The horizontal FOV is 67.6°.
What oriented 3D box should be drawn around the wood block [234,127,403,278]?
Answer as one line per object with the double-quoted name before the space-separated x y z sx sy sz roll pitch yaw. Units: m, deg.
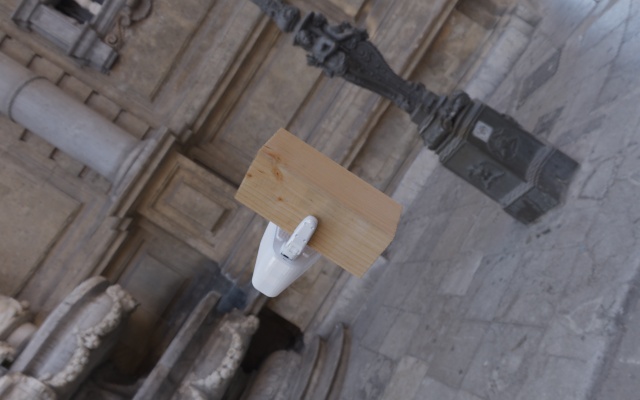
"wood block" 0.000 0.003 0.663 0.206 0.090 0.090 32 34 -2
